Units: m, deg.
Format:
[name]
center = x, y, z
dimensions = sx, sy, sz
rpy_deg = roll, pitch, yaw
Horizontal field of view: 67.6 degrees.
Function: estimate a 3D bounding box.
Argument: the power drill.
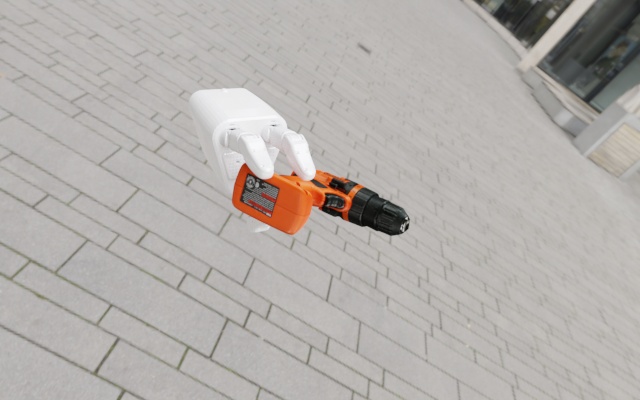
[power drill]
center = 0.000, 0.002, 0.587
dimensions = 0.184, 0.057, 0.187
rpy_deg = 23, 11, 30
